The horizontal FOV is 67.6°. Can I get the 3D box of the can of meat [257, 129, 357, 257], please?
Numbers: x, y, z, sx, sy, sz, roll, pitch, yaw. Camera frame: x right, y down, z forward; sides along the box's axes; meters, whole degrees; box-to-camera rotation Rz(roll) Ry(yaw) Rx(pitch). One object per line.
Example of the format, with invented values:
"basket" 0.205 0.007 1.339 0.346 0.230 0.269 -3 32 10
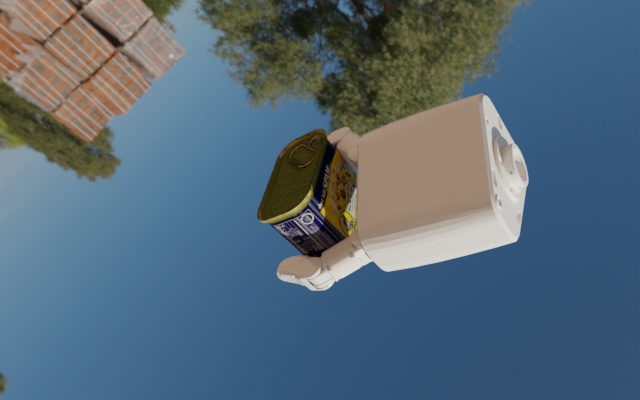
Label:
"can of meat" 0.000 0.002 0.429 0.057 0.102 0.084 -21 -52 33
